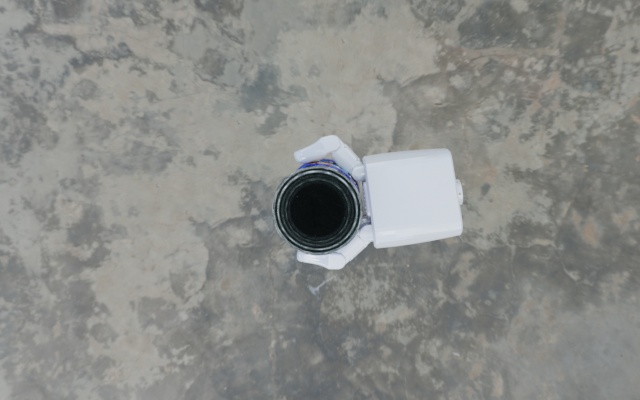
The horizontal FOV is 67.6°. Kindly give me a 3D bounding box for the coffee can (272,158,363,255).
[{"bbox_3d":[0.000,0.002,0.601,0.103,0.103,0.140,0,8,3],"label":"coffee can"}]
